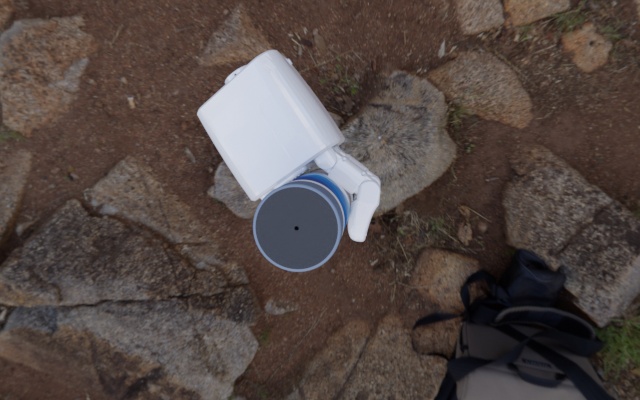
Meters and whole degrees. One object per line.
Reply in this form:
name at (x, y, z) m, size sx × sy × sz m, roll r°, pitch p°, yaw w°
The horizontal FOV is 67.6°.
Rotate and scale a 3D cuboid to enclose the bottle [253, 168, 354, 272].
bottle at (0.000, 0.002, 0.496) m, size 0.069 × 0.069 × 0.295 m, roll 0°, pitch 7°, yaw 7°
